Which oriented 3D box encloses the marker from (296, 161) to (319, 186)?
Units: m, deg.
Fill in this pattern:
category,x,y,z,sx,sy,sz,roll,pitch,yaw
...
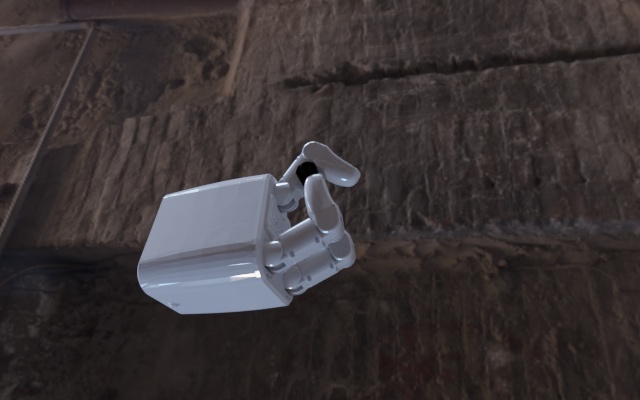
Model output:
category,x,y,z,sx,sy,sz,roll,pitch,yaw
marker,0.000,0.001,0.453,0.020,0.020,0.121,0,-29,15
